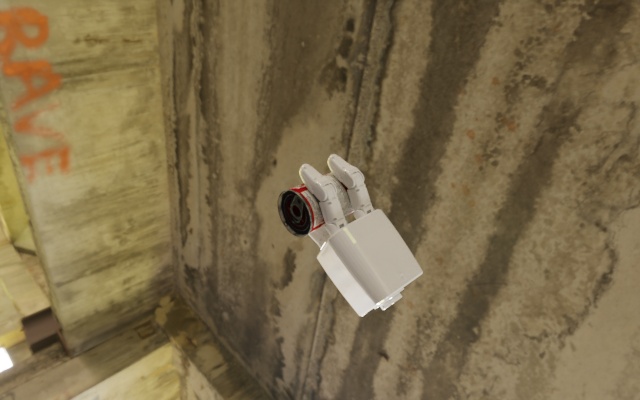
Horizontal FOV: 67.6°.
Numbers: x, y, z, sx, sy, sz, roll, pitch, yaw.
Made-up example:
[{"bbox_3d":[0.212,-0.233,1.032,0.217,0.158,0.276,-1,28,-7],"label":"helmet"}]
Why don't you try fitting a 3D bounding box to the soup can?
[{"bbox_3d":[0.000,0.002,0.671,0.102,0.068,0.068,-24,15,-39],"label":"soup can"}]
